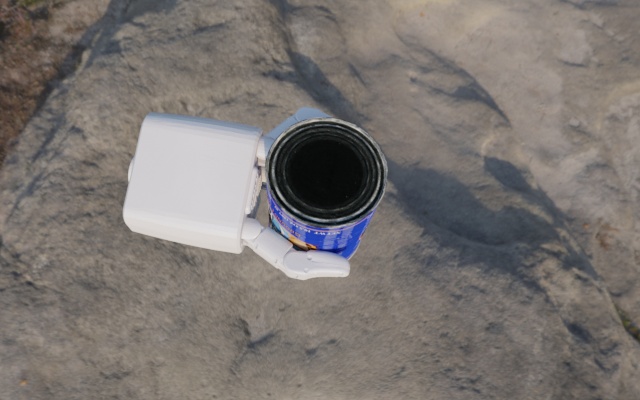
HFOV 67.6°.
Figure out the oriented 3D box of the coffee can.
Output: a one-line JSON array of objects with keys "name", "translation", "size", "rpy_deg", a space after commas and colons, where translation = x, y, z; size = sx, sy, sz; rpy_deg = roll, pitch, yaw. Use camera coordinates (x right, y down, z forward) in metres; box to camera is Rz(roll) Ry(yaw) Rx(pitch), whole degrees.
[{"name": "coffee can", "translation": [0.000, 0.002, 0.457], "size": [0.103, 0.102, 0.140], "rpy_deg": [0, -23, -5]}]
